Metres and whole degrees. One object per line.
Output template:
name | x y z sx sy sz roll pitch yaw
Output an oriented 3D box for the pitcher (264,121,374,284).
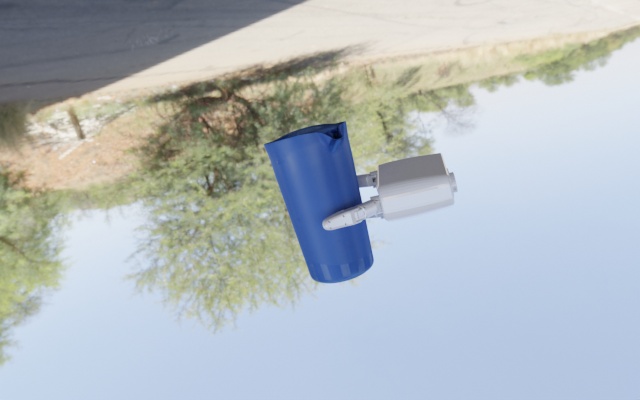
pitcher | 0.000 0.002 0.771 0.145 0.243 0.149 -13 10 11
